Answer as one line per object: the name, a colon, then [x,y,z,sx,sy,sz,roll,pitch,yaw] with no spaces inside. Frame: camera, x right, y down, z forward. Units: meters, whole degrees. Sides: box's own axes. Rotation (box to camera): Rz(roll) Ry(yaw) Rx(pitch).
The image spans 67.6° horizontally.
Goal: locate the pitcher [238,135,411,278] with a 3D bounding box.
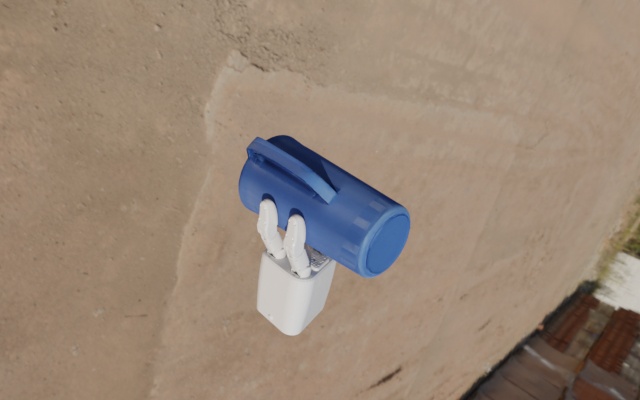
pitcher: [0.000,0.002,0.681,0.242,0.145,0.149,31,29,35]
